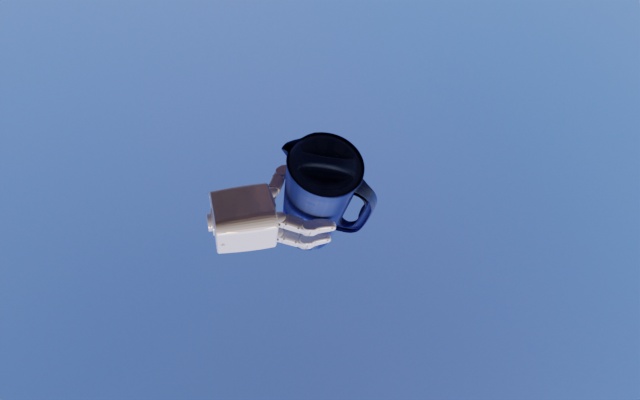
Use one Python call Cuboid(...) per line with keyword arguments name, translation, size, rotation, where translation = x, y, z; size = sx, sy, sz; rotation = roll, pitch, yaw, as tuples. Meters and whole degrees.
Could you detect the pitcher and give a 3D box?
Cuboid(name="pitcher", translation=(0.000, 0.003, 0.887), size=(0.145, 0.149, 0.243), rotation=(-9, -29, -15))
